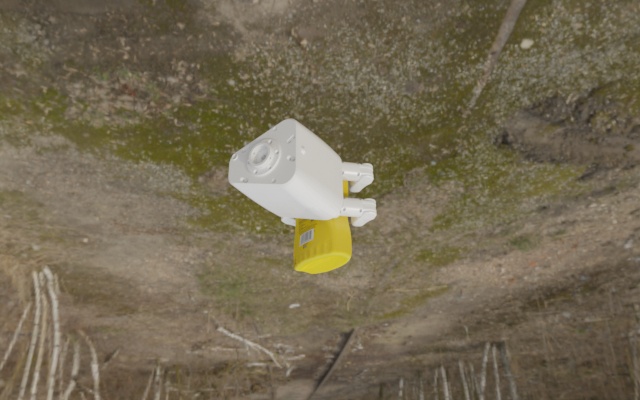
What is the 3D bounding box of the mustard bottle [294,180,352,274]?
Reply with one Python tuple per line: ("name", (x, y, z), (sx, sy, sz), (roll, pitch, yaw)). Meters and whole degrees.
("mustard bottle", (0.000, 0.003, 0.688), (0.058, 0.191, 0.096), (16, -30, -32))
